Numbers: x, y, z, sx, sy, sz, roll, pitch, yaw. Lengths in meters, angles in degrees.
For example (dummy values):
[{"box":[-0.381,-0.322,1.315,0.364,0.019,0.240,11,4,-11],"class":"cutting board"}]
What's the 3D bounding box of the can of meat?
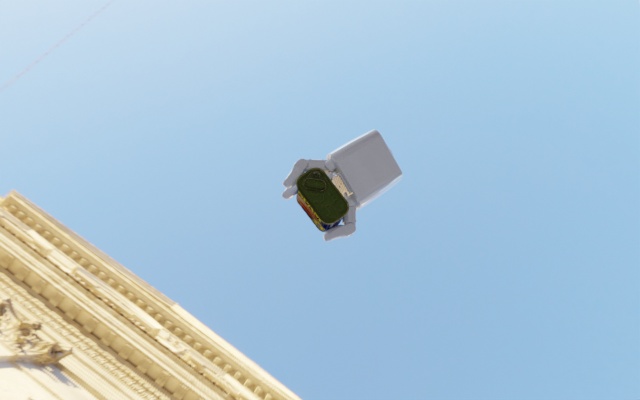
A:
[{"box":[0.000,0.003,0.854,0.057,0.102,0.084,-35,-11,-14],"class":"can of meat"}]
